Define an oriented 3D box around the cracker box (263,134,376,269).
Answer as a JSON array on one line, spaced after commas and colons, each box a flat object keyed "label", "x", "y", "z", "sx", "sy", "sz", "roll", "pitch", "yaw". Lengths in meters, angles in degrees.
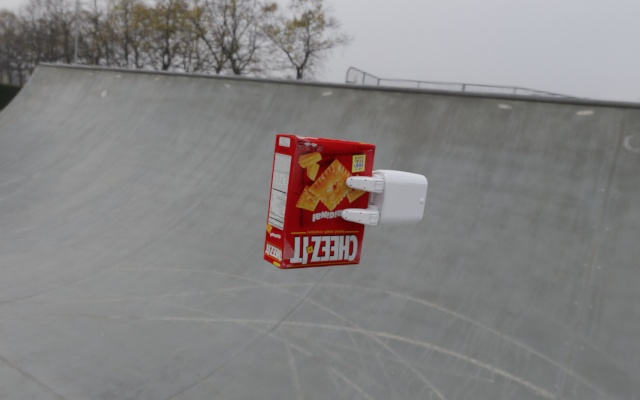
[{"label": "cracker box", "x": 0.000, "y": 0.002, "z": 0.805, "sx": 0.164, "sy": 0.214, "sz": 0.072, "roll": 1, "pitch": 10, "yaw": -34}]
